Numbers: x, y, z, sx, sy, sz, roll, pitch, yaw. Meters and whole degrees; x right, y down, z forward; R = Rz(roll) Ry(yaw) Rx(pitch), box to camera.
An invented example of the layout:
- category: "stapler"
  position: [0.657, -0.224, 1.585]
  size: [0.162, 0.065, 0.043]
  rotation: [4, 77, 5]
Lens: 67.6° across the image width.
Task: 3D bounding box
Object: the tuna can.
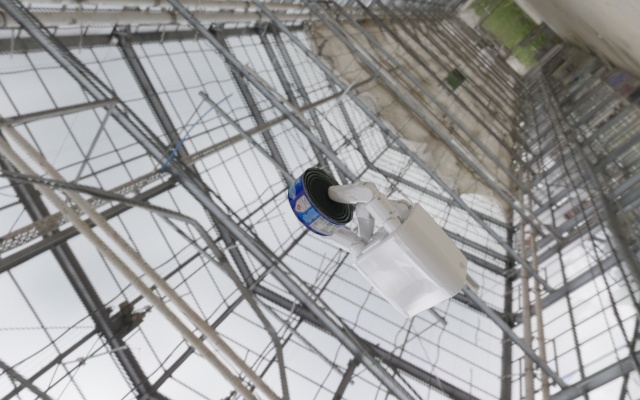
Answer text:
- category: "tuna can"
  position: [0.000, 0.002, 0.605]
  size: [0.034, 0.086, 0.086]
  rotation: [-40, -22, 29]
